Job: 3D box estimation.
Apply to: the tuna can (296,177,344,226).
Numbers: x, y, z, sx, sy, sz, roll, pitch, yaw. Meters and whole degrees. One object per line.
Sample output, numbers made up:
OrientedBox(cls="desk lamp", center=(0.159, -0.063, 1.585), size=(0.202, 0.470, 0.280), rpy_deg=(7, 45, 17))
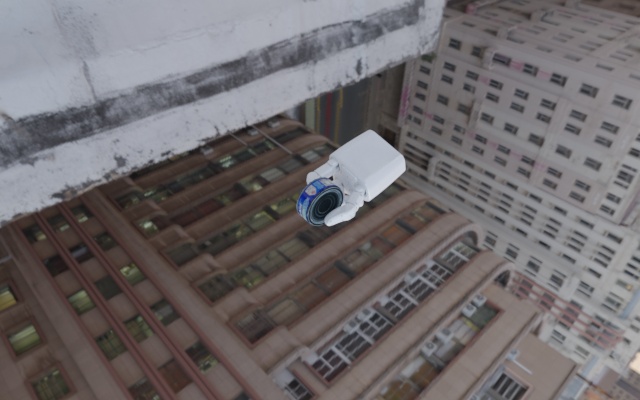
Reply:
OrientedBox(cls="tuna can", center=(0.000, 0.003, 0.865), size=(0.086, 0.086, 0.033), rpy_deg=(0, 32, -46))
